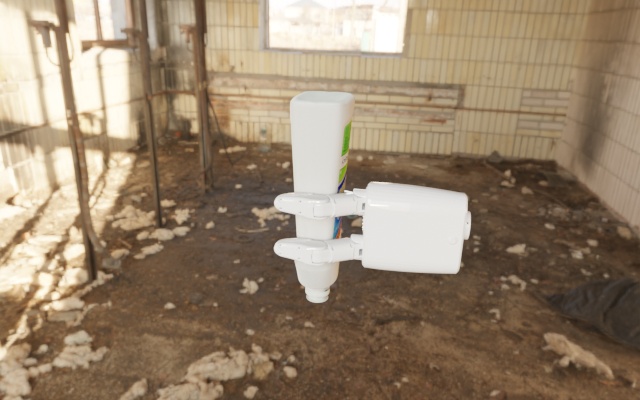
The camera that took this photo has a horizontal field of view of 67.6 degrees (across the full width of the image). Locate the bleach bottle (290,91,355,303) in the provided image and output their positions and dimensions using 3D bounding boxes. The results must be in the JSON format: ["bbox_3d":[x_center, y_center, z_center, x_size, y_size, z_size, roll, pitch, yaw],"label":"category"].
[{"bbox_3d":[0.000,0.002,0.573,0.068,0.251,0.102,5,20,9],"label":"bleach bottle"}]
